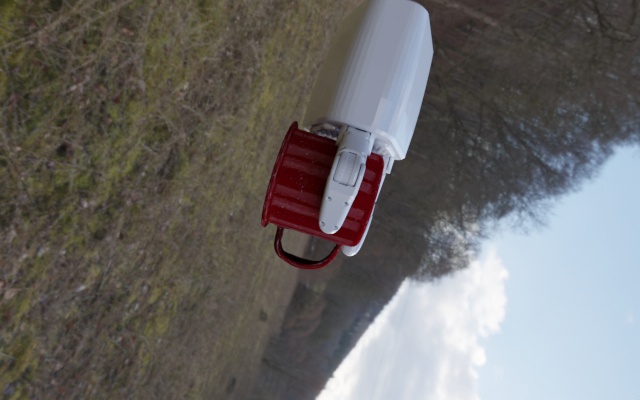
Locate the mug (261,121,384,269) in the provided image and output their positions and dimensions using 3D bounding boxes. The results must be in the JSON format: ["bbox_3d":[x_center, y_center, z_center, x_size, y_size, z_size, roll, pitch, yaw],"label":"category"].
[{"bbox_3d":[0.000,0.003,0.400,0.081,0.117,0.093,17,0,1],"label":"mug"}]
